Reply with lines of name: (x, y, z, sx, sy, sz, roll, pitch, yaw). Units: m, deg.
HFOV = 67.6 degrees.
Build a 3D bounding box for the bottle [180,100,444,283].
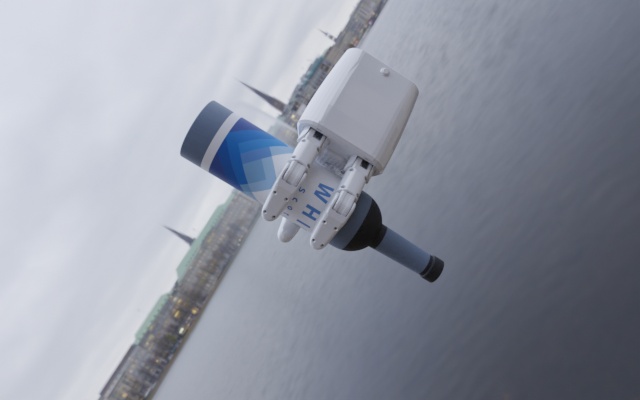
bottle: (0.000, 0.002, 0.501, 0.296, 0.069, 0.069, 31, -3, -5)
